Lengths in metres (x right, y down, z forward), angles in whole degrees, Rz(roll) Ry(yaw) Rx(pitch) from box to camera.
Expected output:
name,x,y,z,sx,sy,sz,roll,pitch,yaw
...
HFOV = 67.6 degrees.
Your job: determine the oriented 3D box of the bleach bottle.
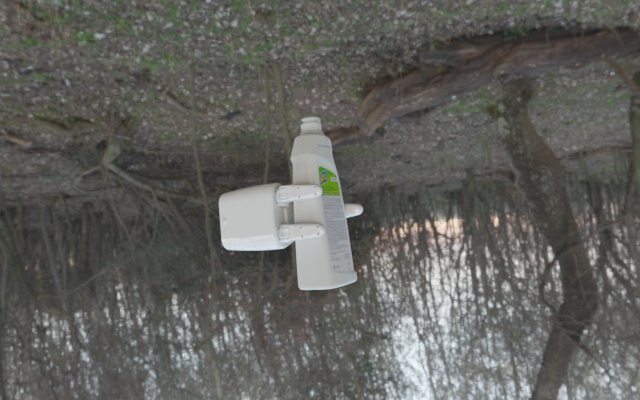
name,x,y,z,sx,sy,sz,roll,pitch,yaw
bleach bottle,0.000,0.002,0.719,0.068,0.251,0.102,-7,-4,28
